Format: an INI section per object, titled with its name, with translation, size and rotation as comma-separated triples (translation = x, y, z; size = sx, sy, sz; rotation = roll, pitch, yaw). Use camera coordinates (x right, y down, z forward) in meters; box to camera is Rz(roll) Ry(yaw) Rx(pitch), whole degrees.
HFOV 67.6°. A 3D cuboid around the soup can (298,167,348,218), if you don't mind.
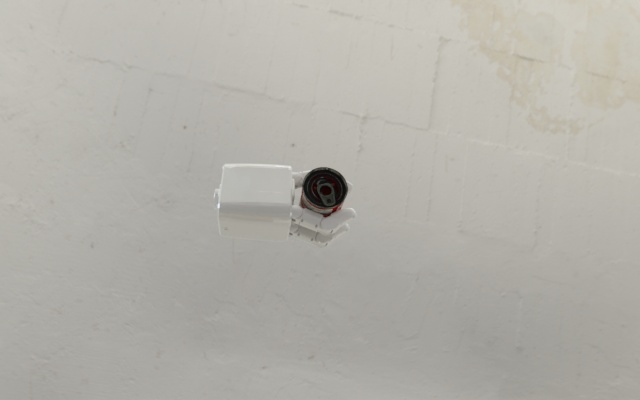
[soup can]
translation = 0.001, 0.002, 0.741
size = 0.068, 0.068, 0.102
rotation = 0, -26, -9
